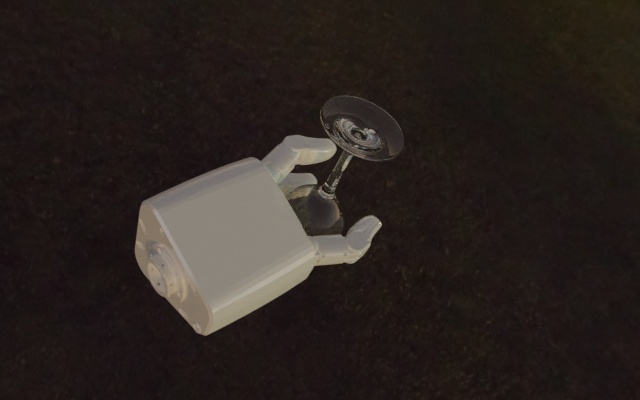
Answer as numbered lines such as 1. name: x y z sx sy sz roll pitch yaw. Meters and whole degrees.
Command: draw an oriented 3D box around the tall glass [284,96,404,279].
1. tall glass: 0.000 0.001 0.457 0.079 0.079 0.201 0 -38 -26
